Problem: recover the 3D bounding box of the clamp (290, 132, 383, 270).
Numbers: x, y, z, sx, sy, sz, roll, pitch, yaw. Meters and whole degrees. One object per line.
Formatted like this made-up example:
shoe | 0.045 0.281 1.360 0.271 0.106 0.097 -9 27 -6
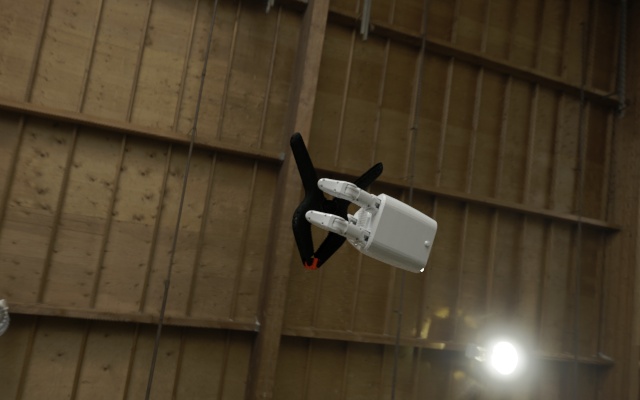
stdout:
clamp | 0.000 0.003 0.758 0.164 0.210 0.036 24 -14 -16
